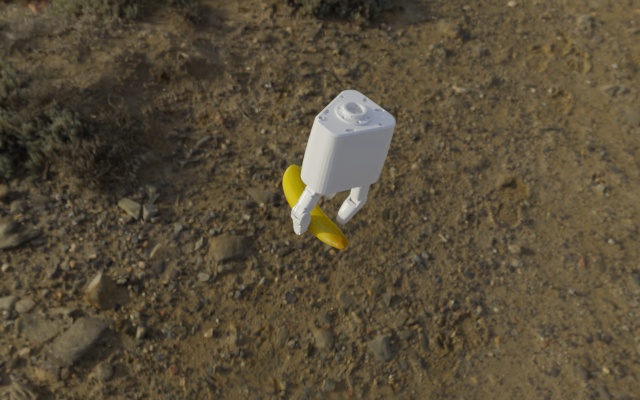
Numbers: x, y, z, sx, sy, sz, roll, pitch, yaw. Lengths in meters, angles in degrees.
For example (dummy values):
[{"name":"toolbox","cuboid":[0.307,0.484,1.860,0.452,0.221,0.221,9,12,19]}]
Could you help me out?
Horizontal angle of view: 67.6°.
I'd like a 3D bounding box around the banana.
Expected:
[{"name":"banana","cuboid":[-0.018,0.002,0.769,0.069,0.197,0.037,-5,-43,-23]}]
